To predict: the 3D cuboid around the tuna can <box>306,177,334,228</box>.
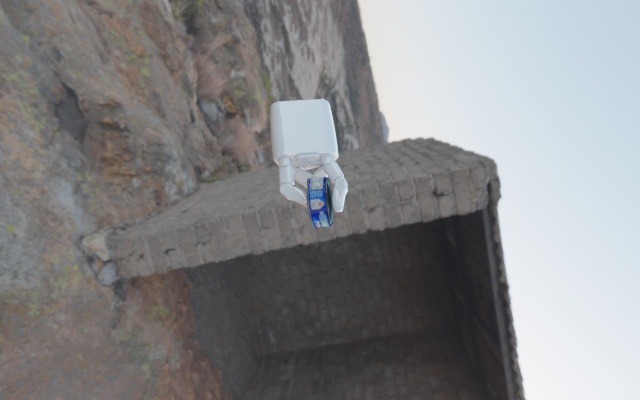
[{"bbox_3d":[0.001,0.003,0.807,0.034,0.086,0.086,-6,-1,7],"label":"tuna can"}]
